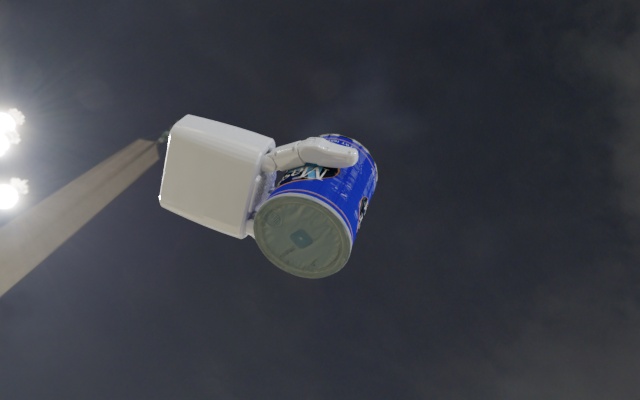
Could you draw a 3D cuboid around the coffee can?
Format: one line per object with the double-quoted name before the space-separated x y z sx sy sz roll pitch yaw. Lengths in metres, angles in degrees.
"coffee can" 0.000 0.002 0.530 0.103 0.103 0.140 0 32 20
